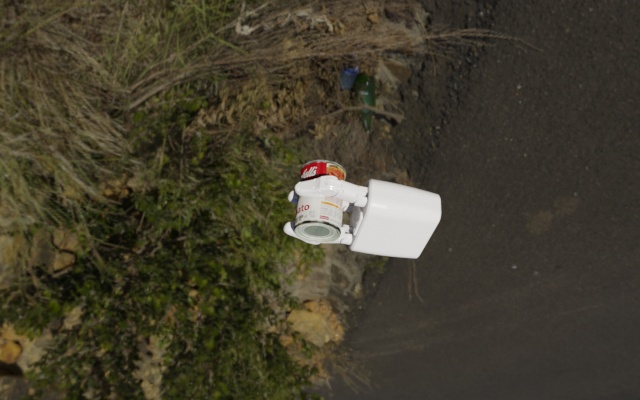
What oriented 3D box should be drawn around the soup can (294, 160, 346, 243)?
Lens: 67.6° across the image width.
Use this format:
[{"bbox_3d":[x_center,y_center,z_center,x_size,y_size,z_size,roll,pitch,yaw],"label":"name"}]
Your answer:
[{"bbox_3d":[0.000,0.002,0.689,0.068,0.102,0.068,4,-29,2],"label":"soup can"}]
